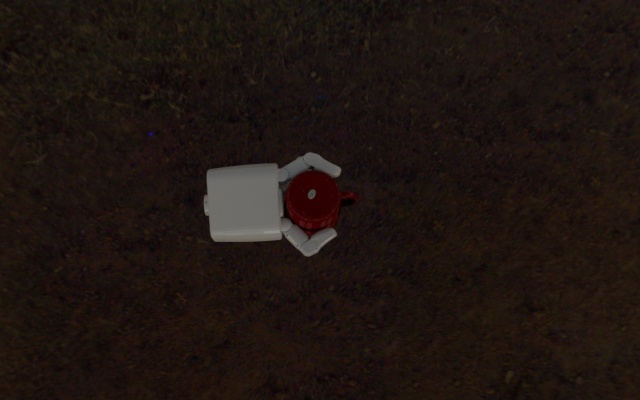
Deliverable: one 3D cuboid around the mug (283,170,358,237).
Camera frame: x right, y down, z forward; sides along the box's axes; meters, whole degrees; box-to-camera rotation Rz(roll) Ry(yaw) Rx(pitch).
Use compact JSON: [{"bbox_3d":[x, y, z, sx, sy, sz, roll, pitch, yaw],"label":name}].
[{"bbox_3d":[0.002,0.002,0.734,0.117,0.093,0.081,-4,-15,-4],"label":"mug"}]
